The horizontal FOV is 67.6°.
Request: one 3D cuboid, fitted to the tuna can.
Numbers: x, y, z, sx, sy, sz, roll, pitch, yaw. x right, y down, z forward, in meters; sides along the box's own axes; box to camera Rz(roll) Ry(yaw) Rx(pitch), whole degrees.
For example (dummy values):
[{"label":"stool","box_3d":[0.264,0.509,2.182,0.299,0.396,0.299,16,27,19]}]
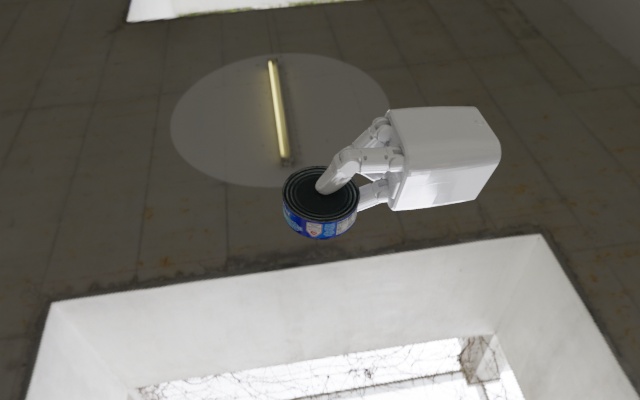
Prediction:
[{"label":"tuna can","box_3d":[0.000,0.002,0.534,0.086,0.086,0.034,0,-44,-5]}]
